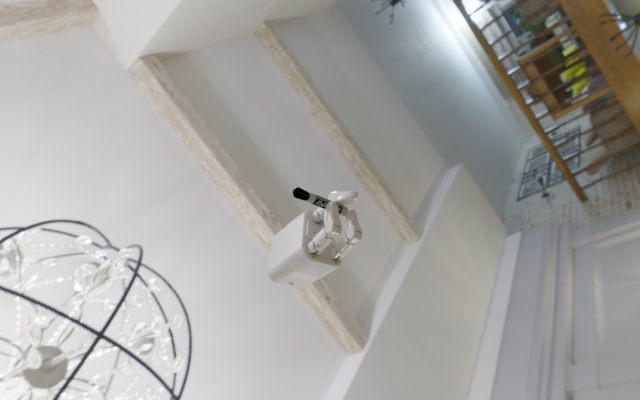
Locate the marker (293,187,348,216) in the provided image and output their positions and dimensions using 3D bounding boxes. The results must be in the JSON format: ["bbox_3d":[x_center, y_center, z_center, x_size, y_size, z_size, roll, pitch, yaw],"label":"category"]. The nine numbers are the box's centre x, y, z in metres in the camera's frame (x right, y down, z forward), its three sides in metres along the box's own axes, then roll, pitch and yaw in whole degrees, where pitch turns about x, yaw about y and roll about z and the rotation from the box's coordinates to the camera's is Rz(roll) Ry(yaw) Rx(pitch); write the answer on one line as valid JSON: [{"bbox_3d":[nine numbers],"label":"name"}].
[{"bbox_3d":[0.000,0.003,0.819,0.121,0.020,0.020,22,-14,-40],"label":"marker"}]
